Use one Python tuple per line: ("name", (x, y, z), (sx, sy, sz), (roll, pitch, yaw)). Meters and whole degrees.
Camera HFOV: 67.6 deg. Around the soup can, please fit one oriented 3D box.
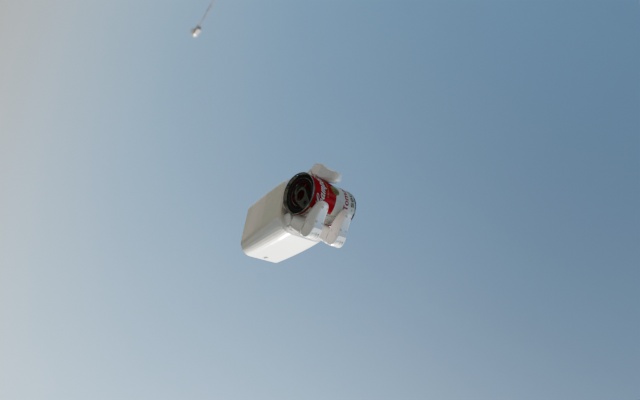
("soup can", (0.001, 0.002, 0.766), (0.068, 0.068, 0.102), (0, -16, 46))
